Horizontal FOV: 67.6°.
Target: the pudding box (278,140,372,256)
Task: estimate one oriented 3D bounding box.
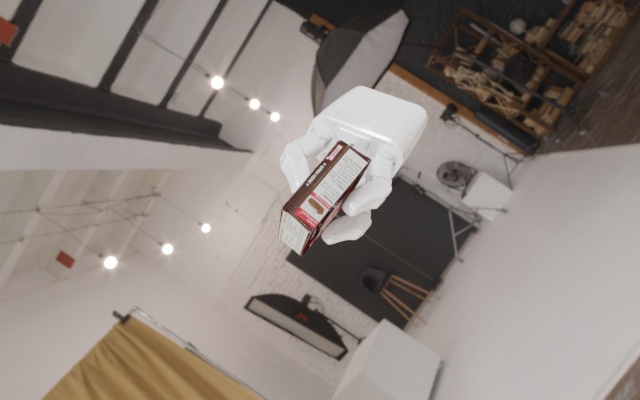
[{"bbox_3d":[0.000,0.001,0.467,0.039,0.090,0.113,37,-17,7],"label":"pudding box"}]
